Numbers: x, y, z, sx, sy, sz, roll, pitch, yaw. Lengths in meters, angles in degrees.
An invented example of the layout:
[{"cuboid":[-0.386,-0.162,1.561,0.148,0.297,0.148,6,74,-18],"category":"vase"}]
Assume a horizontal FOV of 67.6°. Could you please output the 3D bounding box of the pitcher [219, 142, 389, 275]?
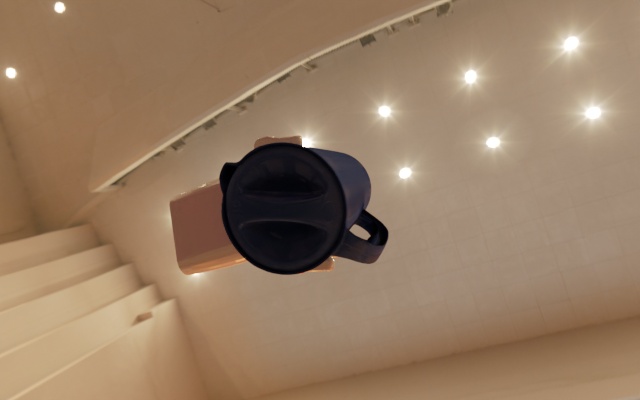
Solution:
[{"cuboid":[0.000,0.002,0.581,0.145,0.149,0.243,-18,2,17],"category":"pitcher"}]
